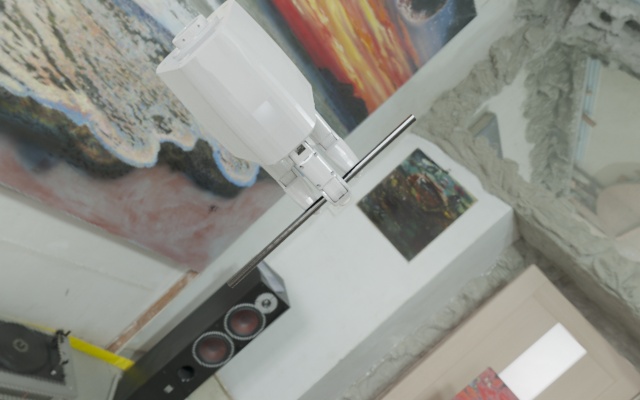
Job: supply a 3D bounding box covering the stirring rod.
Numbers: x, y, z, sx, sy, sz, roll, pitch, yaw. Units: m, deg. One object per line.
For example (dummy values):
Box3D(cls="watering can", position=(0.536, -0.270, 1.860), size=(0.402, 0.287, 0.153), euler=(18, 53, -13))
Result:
Box3D(cls="stirring rod", position=(0.000, 0.002, 0.461), size=(0.239, 0.011, 0.011), euler=(-42, -3, 3))
